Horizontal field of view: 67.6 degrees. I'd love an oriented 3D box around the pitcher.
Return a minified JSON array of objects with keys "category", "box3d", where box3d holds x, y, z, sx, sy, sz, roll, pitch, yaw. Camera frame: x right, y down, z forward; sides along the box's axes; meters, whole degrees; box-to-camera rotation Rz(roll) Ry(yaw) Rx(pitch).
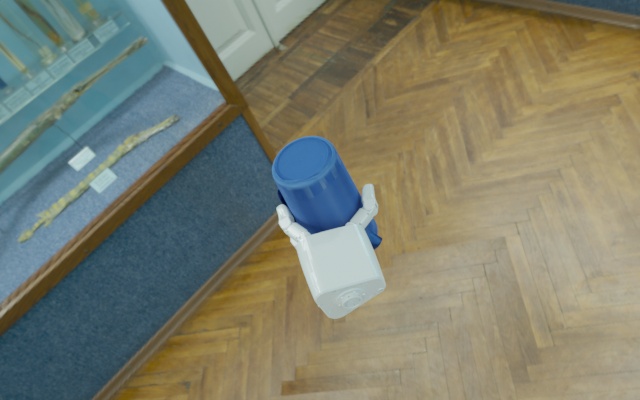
[{"category":"pitcher","box3d":[0.000,0.003,0.836,0.149,0.145,0.243,-24,-41,5]}]
